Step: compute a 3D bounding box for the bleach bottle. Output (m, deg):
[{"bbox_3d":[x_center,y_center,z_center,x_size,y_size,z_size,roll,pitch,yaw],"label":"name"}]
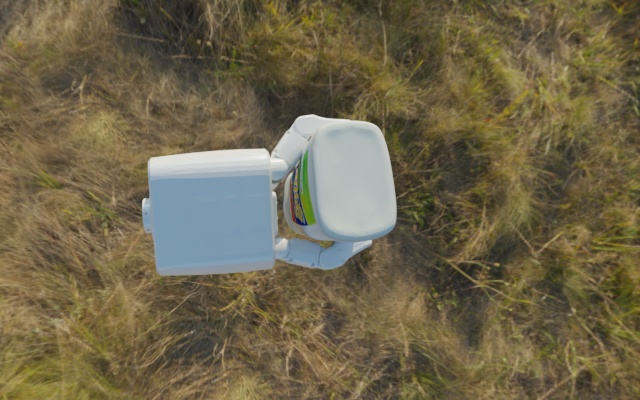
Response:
[{"bbox_3d":[0.000,0.002,0.496,0.068,0.102,0.251,-4,-9,-13],"label":"bleach bottle"}]
